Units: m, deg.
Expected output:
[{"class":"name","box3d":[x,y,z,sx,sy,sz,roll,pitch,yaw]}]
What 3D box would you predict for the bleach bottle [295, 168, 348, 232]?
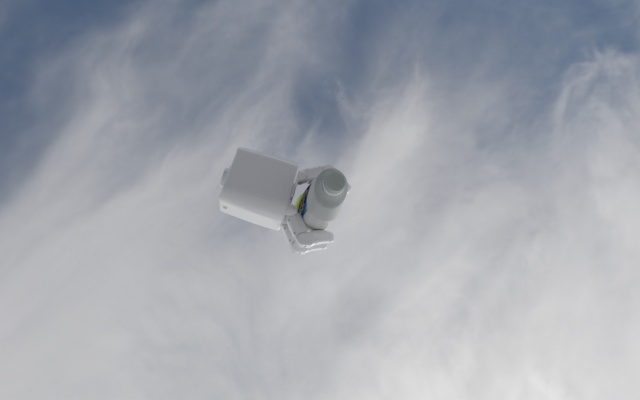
[{"class":"bleach bottle","box3d":[0.000,0.003,0.779,0.068,0.102,0.251,17,-19,-5]}]
